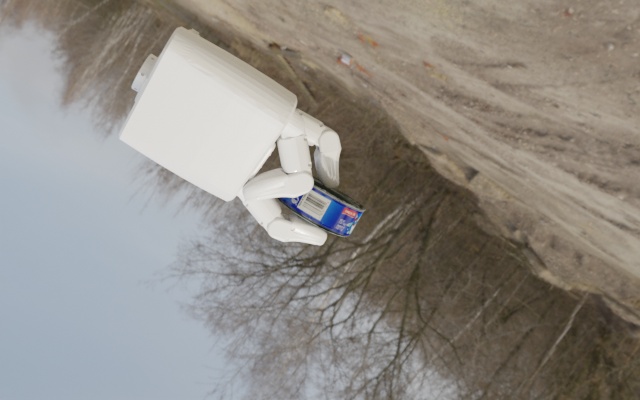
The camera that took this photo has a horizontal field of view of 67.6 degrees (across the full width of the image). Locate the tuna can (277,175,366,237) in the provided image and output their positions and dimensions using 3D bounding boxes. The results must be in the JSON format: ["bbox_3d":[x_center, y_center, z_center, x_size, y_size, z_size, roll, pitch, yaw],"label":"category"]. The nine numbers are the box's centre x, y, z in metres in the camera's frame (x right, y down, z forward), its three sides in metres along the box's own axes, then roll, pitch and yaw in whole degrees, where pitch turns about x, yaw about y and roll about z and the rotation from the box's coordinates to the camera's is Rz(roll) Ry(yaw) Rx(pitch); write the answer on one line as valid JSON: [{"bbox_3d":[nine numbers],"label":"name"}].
[{"bbox_3d":[0.000,0.002,0.479,0.086,0.034,0.086,29,7,-4],"label":"tuna can"}]
